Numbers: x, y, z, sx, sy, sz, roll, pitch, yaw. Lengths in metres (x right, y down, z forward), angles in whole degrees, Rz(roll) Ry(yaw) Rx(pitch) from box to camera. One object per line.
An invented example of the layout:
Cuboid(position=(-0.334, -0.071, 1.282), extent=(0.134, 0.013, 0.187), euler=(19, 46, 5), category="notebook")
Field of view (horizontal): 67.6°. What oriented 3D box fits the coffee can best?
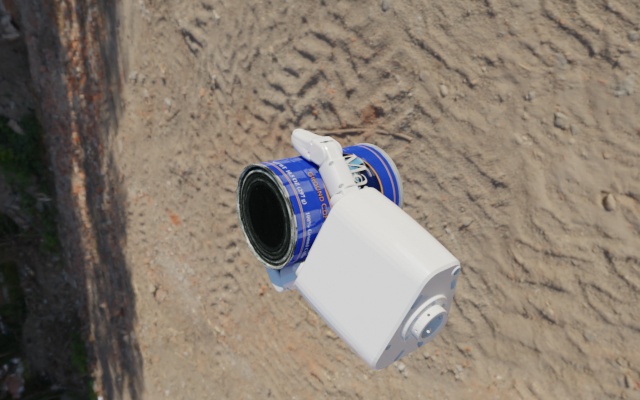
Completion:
Cuboid(position=(0.000, 0.001, 0.488), extent=(0.140, 0.103, 0.103), euler=(-15, 9, -36), category="coffee can")
